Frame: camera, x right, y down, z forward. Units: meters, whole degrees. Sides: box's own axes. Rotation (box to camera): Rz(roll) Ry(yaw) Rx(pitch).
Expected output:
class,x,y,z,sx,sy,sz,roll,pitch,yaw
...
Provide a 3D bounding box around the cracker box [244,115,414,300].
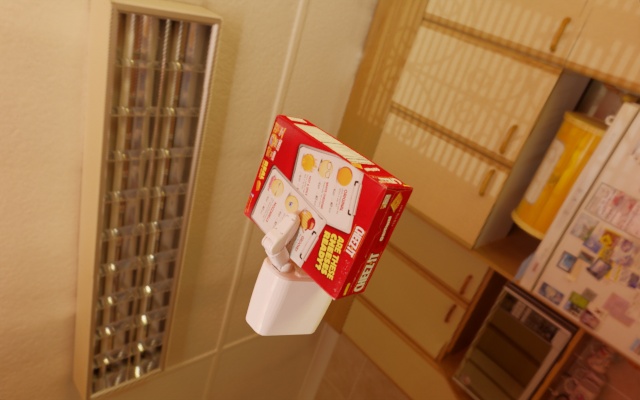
class,x,y,z,sx,sy,sz,roll,pitch,yaw
cracker box,0.000,0.002,0.651,0.072,0.164,0.213,-2,32,-47
